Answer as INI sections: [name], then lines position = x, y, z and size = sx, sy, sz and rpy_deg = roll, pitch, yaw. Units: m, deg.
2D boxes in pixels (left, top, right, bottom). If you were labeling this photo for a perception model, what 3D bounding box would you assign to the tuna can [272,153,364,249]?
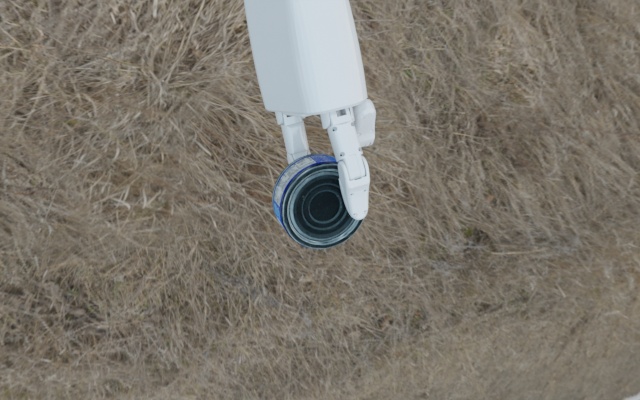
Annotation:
[tuna can]
position = 0.000, 0.002, 0.446
size = 0.086, 0.086, 0.033
rpy_deg = 0, 19, -20
